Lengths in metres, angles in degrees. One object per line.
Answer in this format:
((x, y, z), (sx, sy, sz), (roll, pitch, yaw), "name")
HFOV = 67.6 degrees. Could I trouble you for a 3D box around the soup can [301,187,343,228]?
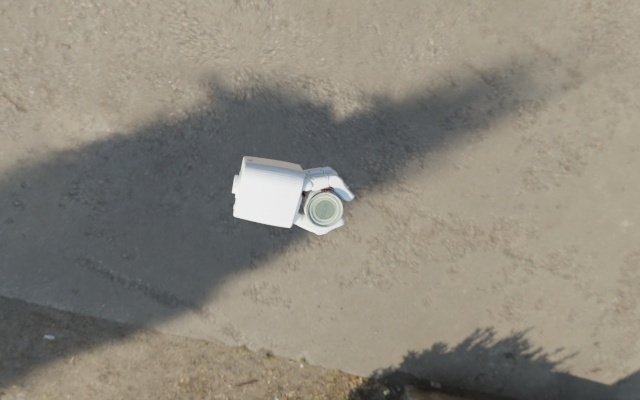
((0.001, 0.003, 0.874), (0.068, 0.068, 0.102), (0, 16, -9), "soup can")
